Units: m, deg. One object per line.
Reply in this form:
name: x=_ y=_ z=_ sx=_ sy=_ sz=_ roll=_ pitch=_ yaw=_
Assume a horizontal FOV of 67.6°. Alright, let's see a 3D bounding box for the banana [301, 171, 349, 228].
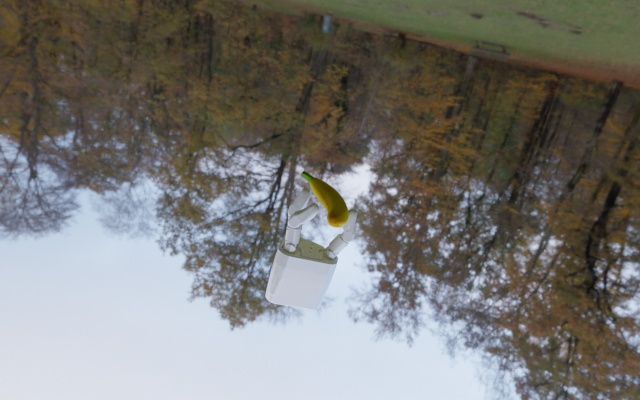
banana: x=0.015 y=0.006 z=0.858 sx=0.069 sy=0.037 sz=0.197 roll=17 pitch=18 yaw=-25
